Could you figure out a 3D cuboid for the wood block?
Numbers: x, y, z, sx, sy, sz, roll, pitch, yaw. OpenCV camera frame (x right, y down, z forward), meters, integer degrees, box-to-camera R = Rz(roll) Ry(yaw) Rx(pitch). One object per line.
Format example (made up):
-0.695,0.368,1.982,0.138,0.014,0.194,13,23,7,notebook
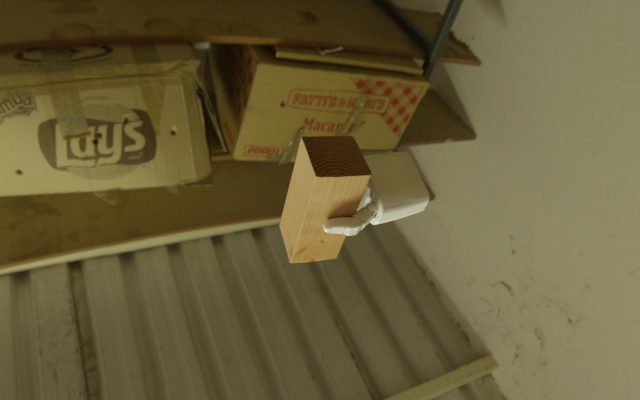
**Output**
0.001,0.003,0.780,0.090,0.090,0.206,-4,-42,-20,wood block
